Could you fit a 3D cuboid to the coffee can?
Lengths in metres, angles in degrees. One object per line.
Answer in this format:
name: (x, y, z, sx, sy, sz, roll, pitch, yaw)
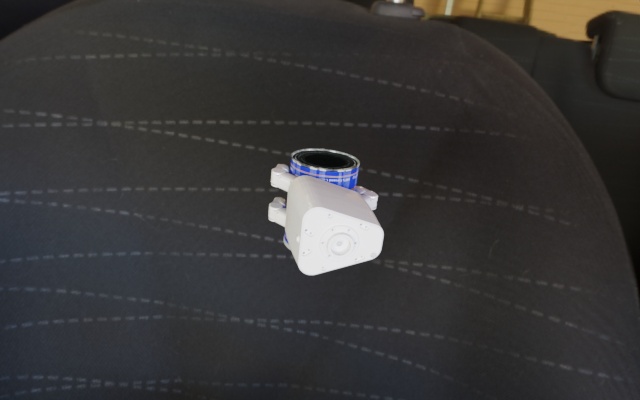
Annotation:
coffee can: (0.000, 0.002, 0.727, 0.103, 0.140, 0.102, 6, 21, -2)
